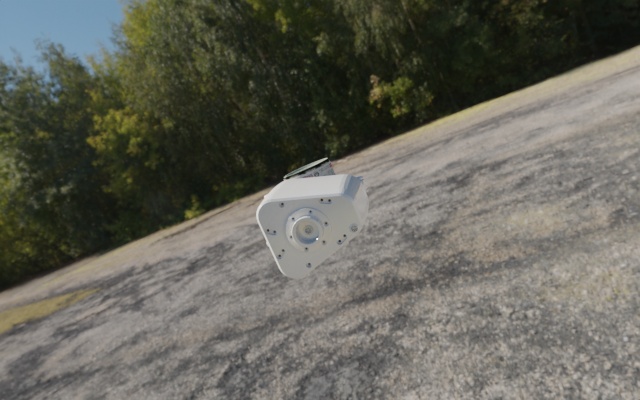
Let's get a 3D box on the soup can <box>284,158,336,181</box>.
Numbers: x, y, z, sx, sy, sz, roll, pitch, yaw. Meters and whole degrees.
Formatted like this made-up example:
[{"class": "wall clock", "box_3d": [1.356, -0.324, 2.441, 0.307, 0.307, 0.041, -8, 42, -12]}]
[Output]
[{"class": "soup can", "box_3d": [0.000, 0.002, 0.642, 0.068, 0.102, 0.068, -23, 8, 3]}]
